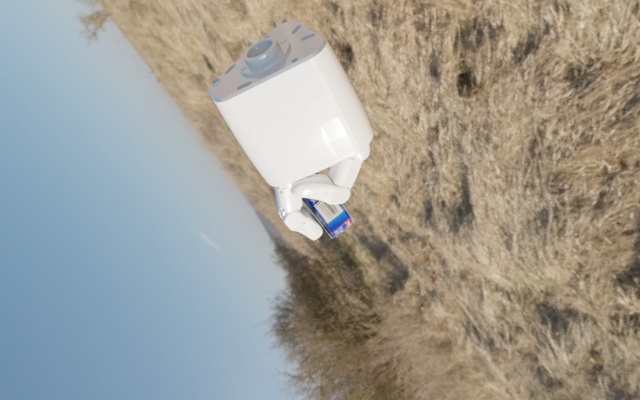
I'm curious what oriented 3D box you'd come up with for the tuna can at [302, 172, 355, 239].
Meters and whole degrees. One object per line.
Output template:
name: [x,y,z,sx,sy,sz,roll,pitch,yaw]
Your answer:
tuna can: [0.000,0.002,0.545,0.034,0.086,0.086,-39,3,-3]
